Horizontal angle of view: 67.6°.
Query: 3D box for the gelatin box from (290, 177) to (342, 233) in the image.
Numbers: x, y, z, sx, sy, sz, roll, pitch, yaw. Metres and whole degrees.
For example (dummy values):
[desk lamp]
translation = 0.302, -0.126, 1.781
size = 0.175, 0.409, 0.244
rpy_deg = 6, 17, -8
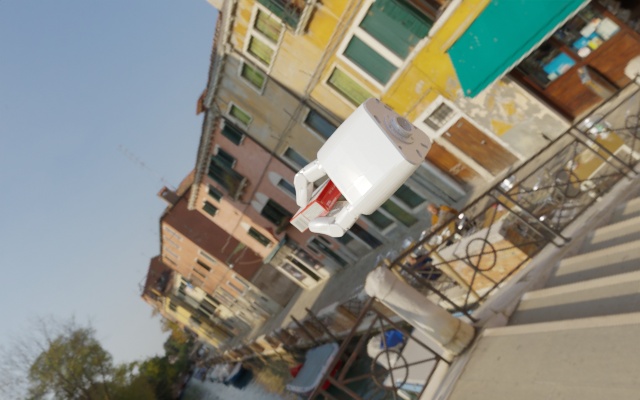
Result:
[gelatin box]
translation = 0.000, 0.002, 0.731
size = 0.089, 0.030, 0.073
rpy_deg = -40, 10, 51
